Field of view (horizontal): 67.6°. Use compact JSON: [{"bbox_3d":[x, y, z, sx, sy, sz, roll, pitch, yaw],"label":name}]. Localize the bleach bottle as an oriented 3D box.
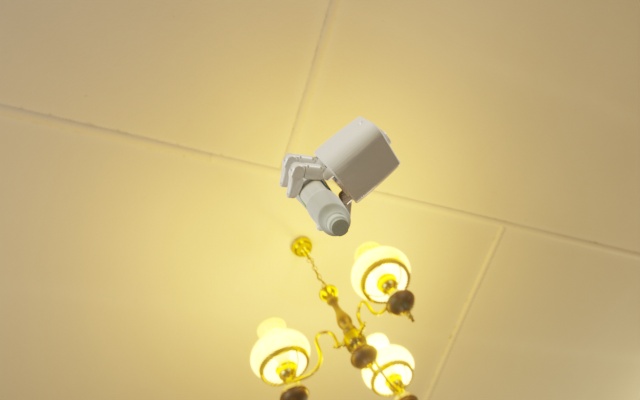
[{"bbox_3d":[0.000,0.003,0.817,0.068,0.103,0.250,-39,26,0],"label":"bleach bottle"}]
